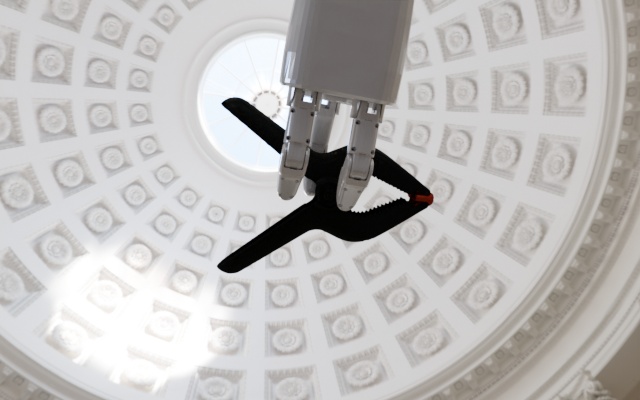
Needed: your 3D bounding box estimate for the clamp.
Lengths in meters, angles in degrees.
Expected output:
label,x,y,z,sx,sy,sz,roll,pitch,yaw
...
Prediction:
label,x,y,z,sx,sy,sz,roll,pitch,yaw
clamp,0.001,0.001,0.456,0.210,0.164,0.036,9,11,-8
